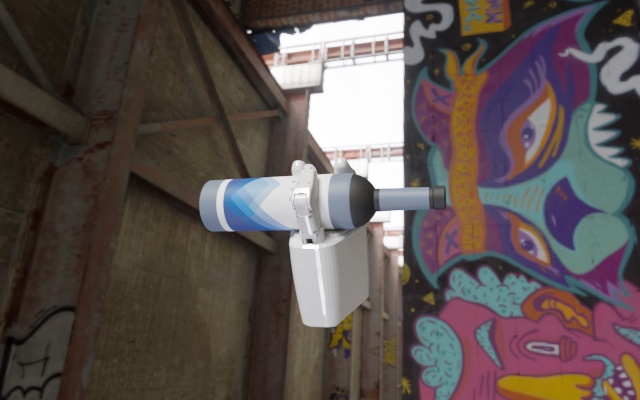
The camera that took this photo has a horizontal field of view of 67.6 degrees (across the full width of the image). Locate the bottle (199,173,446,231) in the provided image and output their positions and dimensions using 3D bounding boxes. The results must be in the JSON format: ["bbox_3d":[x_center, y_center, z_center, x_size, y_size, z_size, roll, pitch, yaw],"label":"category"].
[{"bbox_3d":[0.000,0.002,0.580,0.296,0.069,0.069,-2,-1,17],"label":"bottle"}]
